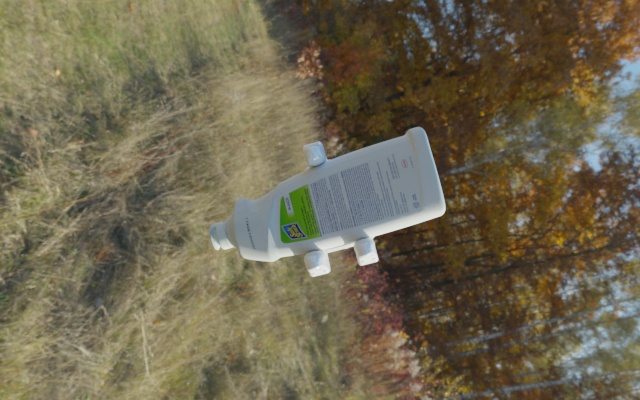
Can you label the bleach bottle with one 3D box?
[{"bbox_3d":[0.000,0.002,0.524,0.251,0.102,0.068,-15,-6,5],"label":"bleach bottle"}]
